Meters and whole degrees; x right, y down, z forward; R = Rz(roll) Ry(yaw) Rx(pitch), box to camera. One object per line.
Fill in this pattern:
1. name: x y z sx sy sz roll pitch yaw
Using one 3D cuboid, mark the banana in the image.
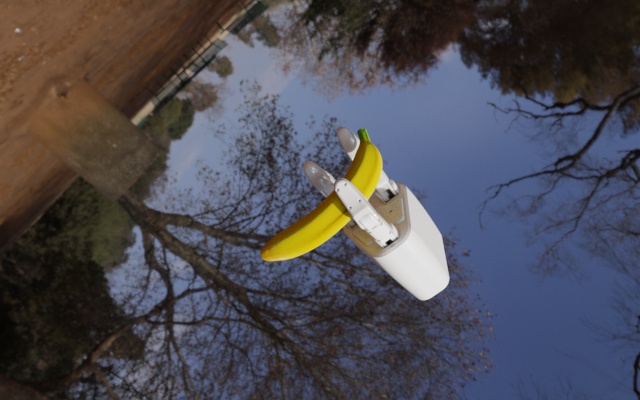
1. banana: 0.011 0.005 0.552 0.037 0.198 0.069 44 -6 -35
